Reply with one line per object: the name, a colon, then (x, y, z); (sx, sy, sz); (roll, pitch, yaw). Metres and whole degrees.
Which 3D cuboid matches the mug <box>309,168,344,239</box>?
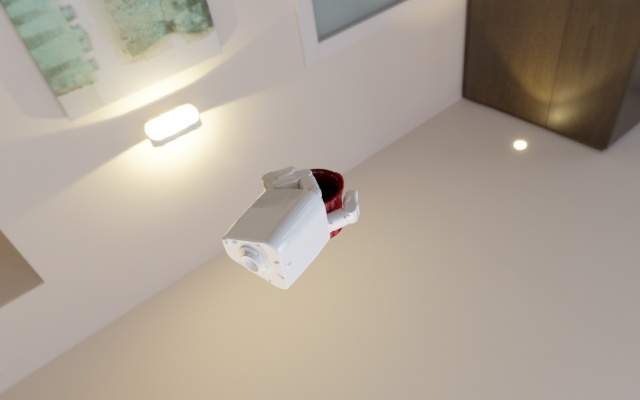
mug: (0.001, 0.002, 0.755); (0.093, 0.082, 0.117); (19, 48, 29)
